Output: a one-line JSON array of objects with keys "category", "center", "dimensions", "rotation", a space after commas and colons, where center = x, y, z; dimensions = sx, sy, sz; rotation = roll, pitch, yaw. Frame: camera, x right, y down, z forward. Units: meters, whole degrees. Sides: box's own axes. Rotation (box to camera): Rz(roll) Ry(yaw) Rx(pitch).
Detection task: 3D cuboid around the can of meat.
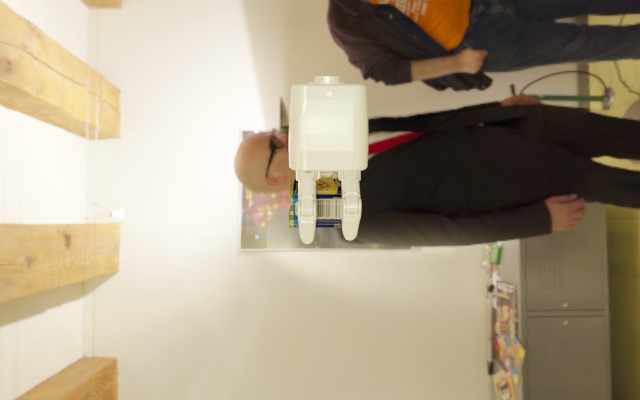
[{"category": "can of meat", "center": [0.000, 0.002, 0.657], "dimensions": [0.084, 0.057, 0.102], "rotation": [0, 16, -1]}]
